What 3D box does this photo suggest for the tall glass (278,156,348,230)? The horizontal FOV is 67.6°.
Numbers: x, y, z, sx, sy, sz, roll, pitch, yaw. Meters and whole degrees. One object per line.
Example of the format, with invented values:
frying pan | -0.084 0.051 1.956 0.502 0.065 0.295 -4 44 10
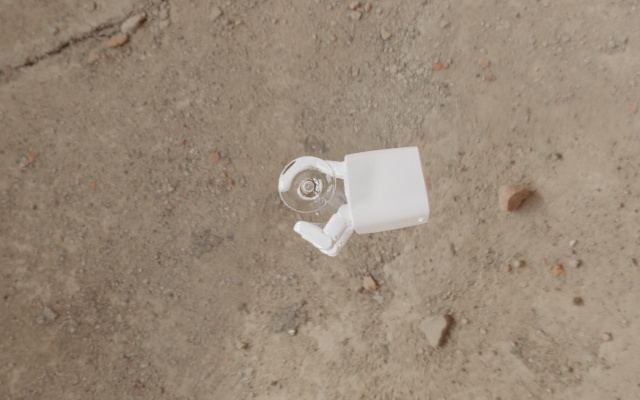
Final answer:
tall glass | 0.000 0.002 0.694 0.079 0.079 0.201 0 -13 10
